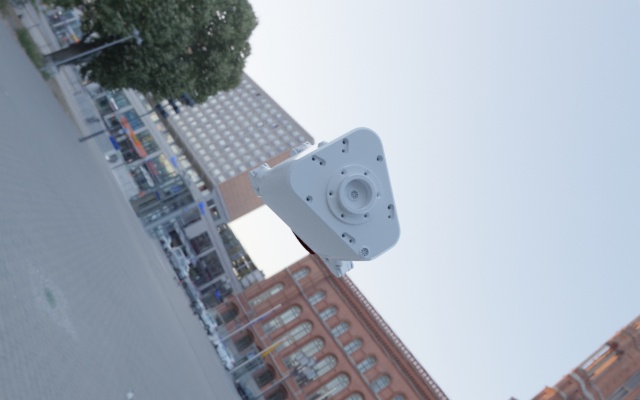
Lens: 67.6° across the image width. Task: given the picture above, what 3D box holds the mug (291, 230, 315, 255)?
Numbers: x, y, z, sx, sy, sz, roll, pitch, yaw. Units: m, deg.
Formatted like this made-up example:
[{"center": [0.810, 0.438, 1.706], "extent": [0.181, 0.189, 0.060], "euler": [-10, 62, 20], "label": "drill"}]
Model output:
[{"center": [0.000, 0.002, 0.556], "extent": [0.081, 0.093, 0.117], "euler": [-28, 7, -16], "label": "mug"}]
